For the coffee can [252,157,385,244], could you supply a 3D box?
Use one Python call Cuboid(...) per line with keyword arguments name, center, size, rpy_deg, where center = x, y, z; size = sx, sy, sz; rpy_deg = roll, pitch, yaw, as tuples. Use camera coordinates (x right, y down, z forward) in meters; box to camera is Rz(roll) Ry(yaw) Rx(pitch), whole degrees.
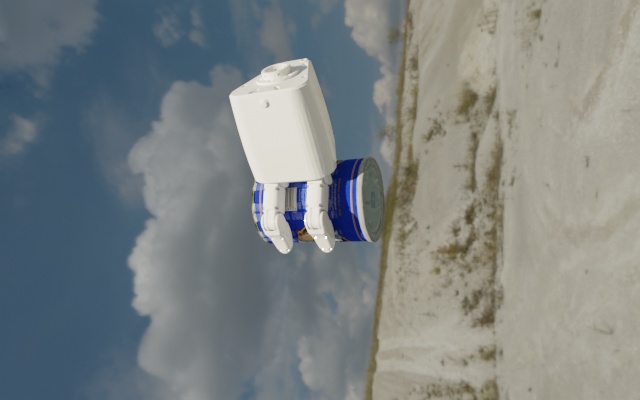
Cuboid(name="coffee can", center=(0.000, 0.002, 0.598), size=(0.140, 0.103, 0.103), rpy_deg=(-3, -1, 21))
